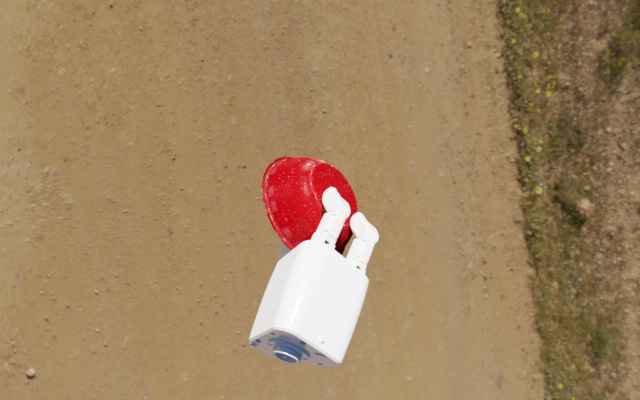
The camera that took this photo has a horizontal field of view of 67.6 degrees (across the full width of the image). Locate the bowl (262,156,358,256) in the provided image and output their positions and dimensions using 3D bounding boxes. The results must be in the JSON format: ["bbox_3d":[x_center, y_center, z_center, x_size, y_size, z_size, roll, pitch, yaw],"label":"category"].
[{"bbox_3d":[0.000,0.001,0.636,0.055,0.162,0.162,-30,-18,33],"label":"bowl"}]
